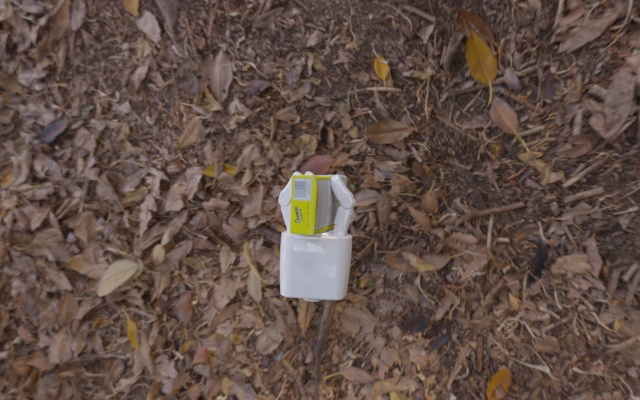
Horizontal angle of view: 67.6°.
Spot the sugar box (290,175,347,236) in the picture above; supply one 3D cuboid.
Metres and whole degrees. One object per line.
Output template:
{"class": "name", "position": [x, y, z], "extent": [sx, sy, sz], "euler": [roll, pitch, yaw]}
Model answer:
{"class": "sugar box", "position": [0.000, 0.003, 0.808], "extent": [0.048, 0.093, 0.176], "euler": [4, 3, 16]}
